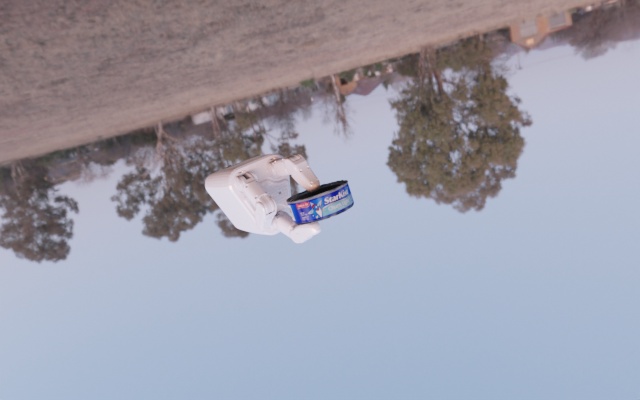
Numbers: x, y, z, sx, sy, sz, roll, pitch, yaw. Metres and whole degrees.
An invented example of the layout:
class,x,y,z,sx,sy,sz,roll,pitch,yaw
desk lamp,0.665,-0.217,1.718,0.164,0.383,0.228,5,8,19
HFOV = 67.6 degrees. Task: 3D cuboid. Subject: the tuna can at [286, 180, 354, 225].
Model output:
class,x,y,z,sx,sy,sz,roll,pitch,yaw
tuna can,0.000,0.003,0.630,0.086,0.034,0.086,-18,9,3
